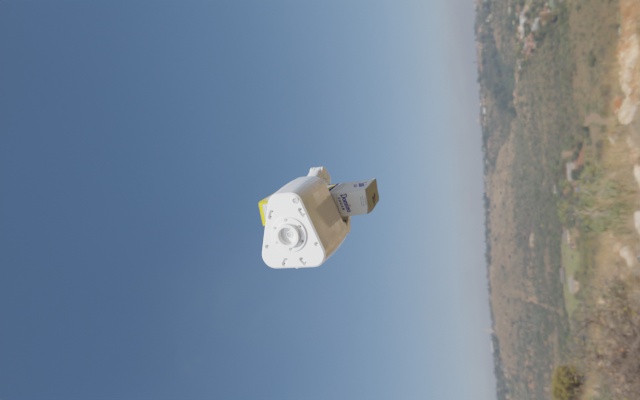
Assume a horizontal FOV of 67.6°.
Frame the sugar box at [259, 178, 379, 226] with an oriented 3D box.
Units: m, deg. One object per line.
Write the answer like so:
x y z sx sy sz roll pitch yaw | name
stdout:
0.000 0.003 0.772 0.176 0.048 0.093 -5 12 18 | sugar box
